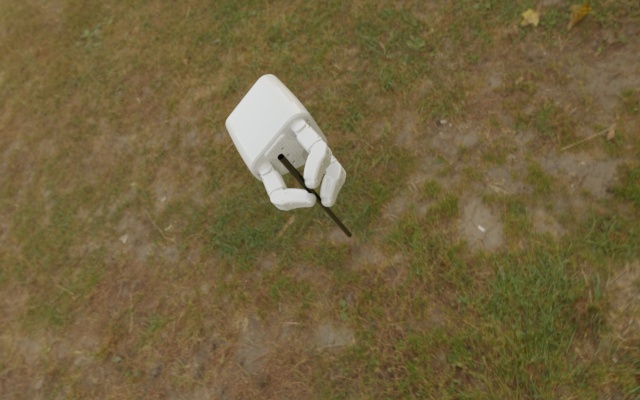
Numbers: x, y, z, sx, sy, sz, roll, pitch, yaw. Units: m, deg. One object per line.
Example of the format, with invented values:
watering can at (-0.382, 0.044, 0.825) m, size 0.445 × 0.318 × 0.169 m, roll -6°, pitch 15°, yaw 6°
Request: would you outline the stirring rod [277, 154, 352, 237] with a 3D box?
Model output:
stirring rod at (0.000, 0.002, 0.631) m, size 0.011 × 0.011 × 0.240 m, roll 0°, pitch -25°, yaw 24°
